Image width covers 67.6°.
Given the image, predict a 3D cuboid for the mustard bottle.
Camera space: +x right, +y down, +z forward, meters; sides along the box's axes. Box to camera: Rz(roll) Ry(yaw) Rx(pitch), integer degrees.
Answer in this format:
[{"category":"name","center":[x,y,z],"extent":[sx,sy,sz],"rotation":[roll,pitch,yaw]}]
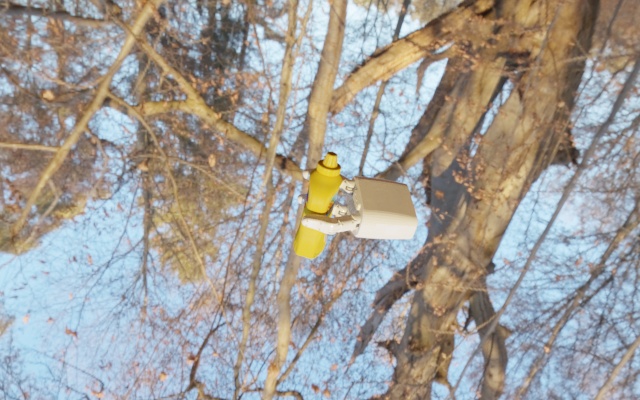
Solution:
[{"category":"mustard bottle","center":[0.000,0.003,0.840],"extent":[0.058,0.192,0.096],"rotation":[18,30,6]}]
